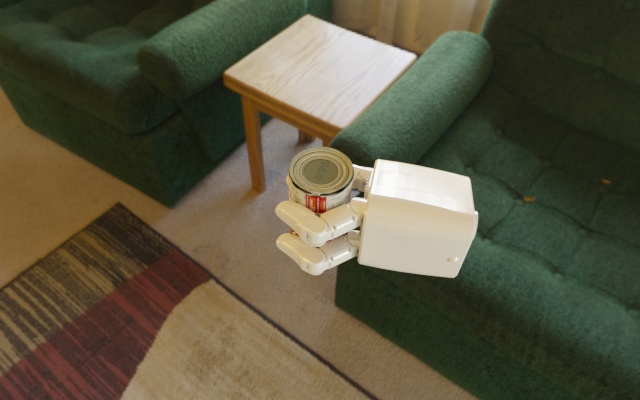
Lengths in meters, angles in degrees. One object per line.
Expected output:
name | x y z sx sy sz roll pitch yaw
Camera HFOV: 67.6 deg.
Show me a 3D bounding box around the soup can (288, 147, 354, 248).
soup can | 0.000 0.001 0.512 0.068 0.068 0.102 0 -40 -1
